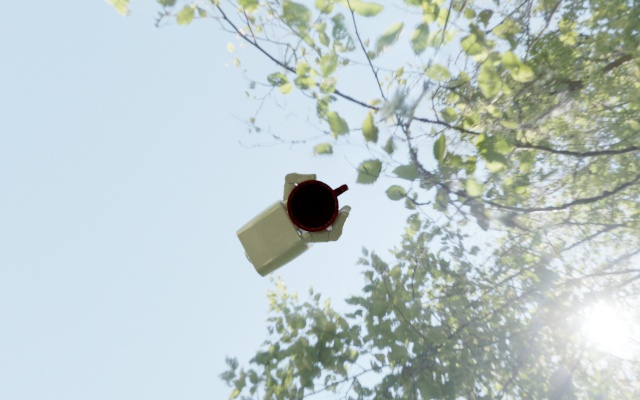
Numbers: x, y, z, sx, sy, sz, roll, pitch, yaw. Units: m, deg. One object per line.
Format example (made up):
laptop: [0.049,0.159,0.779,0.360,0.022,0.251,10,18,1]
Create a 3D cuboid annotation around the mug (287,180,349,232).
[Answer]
mug: [0.001,0.002,0.880,0.117,0.093,0.081,-33,-3,5]
